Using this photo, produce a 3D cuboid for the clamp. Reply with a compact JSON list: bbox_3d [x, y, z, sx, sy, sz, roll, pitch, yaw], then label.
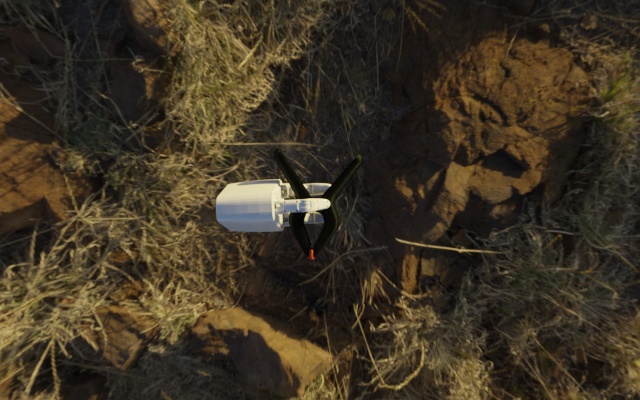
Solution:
[{"bbox_3d":[0.000,0.003,0.884,0.164,0.210,0.036,-3,2,7],"label":"clamp"}]
